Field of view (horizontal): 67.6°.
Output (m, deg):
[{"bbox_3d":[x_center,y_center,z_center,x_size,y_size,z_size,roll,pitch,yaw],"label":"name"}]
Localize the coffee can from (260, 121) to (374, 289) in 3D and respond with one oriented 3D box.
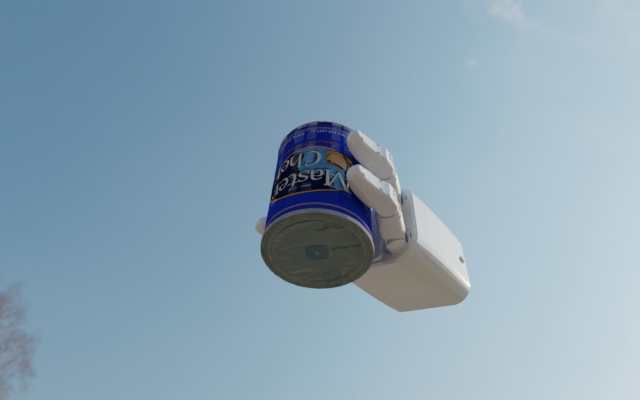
[{"bbox_3d":[0.000,0.002,0.479,0.103,0.103,0.140,0,42,4],"label":"coffee can"}]
